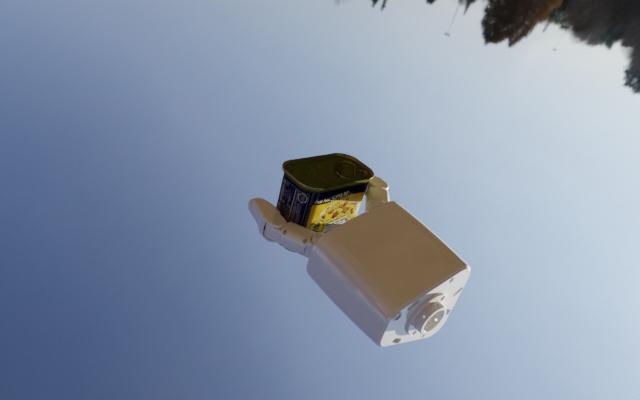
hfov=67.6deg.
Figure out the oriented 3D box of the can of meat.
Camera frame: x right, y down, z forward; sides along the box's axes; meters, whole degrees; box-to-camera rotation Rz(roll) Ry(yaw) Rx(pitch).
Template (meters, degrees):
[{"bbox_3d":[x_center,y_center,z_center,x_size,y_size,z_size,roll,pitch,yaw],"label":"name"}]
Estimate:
[{"bbox_3d":[0.000,0.002,0.517,0.102,0.084,0.057,-14,41,-40],"label":"can of meat"}]
